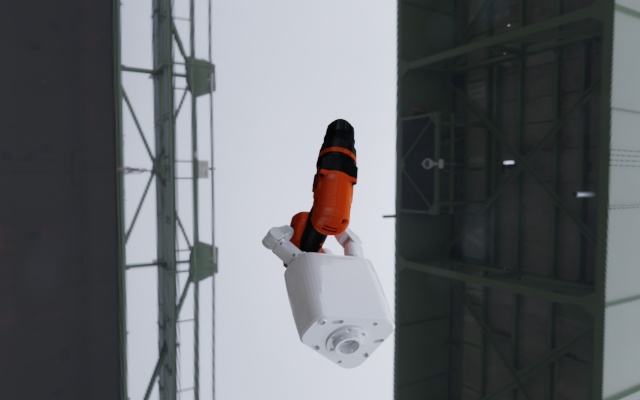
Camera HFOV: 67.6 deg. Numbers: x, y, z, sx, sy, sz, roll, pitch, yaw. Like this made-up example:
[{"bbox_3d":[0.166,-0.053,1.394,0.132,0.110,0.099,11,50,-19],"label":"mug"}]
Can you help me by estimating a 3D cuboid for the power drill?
[{"bbox_3d":[0.000,0.003,0.661,0.057,0.184,0.188,15,-40,-6],"label":"power drill"}]
